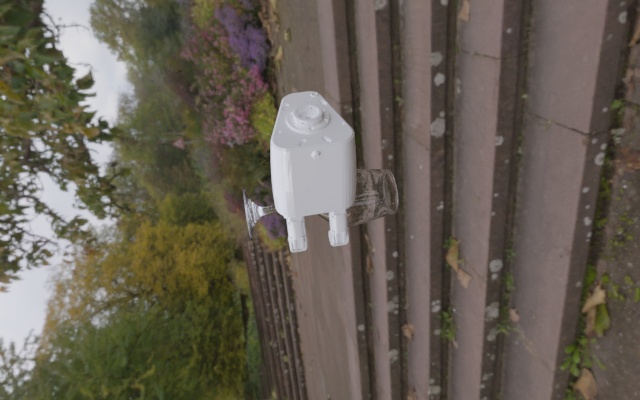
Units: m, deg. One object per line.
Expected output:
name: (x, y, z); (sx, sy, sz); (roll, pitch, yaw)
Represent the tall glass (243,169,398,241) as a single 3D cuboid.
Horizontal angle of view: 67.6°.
tall glass: (-0.001, 0.002, 0.648); (0.201, 0.079, 0.079); (-9, 1, -6)
